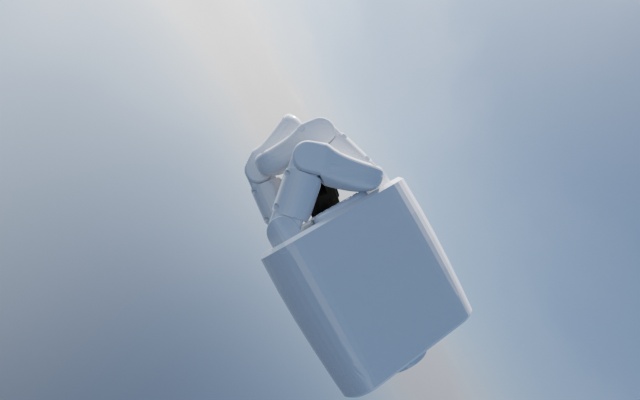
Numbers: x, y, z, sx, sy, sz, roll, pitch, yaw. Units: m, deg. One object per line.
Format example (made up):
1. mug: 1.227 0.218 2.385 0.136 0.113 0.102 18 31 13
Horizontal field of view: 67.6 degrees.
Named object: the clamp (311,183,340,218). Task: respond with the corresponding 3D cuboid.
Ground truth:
1. clamp: 0.001 0.001 0.428 0.039 0.120 0.171 -29 -2 0
